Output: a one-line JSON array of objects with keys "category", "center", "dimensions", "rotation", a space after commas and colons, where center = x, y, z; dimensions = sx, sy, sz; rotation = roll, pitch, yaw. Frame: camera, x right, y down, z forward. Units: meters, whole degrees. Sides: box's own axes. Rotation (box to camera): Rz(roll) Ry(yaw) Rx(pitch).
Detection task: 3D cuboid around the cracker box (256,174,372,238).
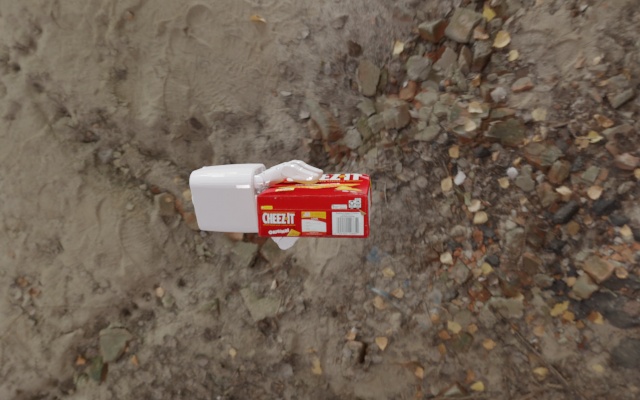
[{"category": "cracker box", "center": [0.000, 0.003, 0.784], "dimensions": [0.164, 0.072, 0.213], "rotation": [0, 11, 7]}]
